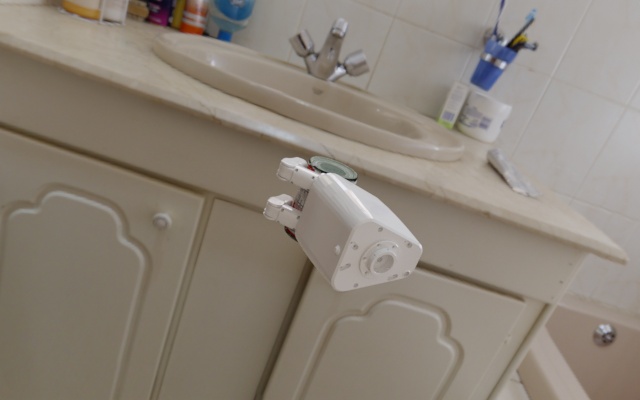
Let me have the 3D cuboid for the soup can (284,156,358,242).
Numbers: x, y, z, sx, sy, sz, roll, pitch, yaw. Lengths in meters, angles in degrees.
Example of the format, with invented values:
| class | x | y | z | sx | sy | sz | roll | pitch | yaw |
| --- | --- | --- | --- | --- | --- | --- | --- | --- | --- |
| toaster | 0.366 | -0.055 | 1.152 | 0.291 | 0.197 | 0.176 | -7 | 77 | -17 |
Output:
| class | x | y | z | sx | sy | sz | roll | pitch | yaw |
| --- | --- | --- | --- | --- | --- | --- | --- | --- | --- |
| soup can | 0.000 | 0.002 | 0.624 | 0.068 | 0.102 | 0.068 | 18 | 21 | -7 |
